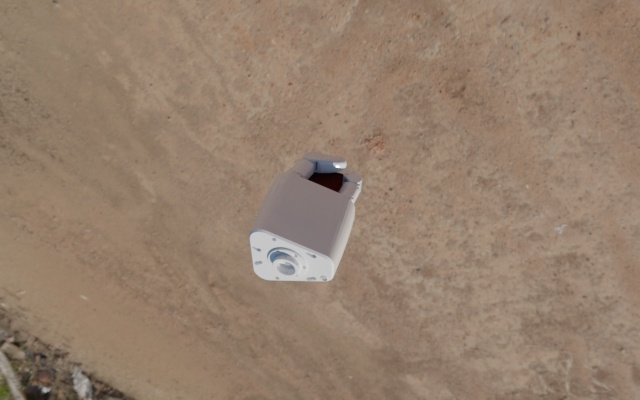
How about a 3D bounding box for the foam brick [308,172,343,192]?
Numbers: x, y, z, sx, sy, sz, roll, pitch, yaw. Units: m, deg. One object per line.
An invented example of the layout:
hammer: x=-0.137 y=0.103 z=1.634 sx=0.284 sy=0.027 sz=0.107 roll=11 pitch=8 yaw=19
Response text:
foam brick: x=0.000 y=0.002 z=0.673 sx=0.053 sy=0.078 sz=0.051 roll=11 pitch=44 yaw=11
